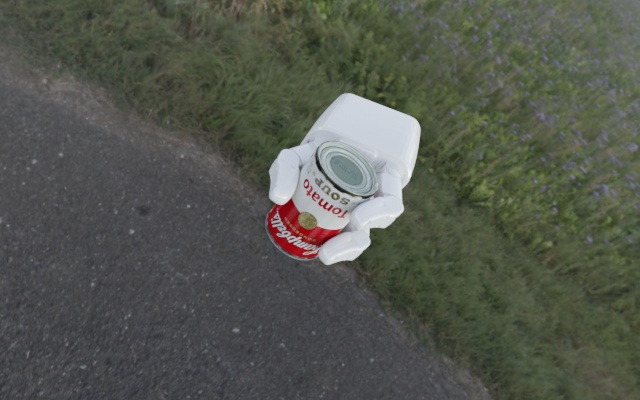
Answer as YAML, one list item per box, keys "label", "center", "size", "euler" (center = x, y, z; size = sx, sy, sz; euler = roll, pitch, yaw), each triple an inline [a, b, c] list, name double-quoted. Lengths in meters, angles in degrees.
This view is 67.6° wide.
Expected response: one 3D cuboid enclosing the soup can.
- label: "soup can"
  center: [0.000, 0.002, 0.454]
  size: [0.068, 0.068, 0.102]
  euler: [0, -38, -40]
